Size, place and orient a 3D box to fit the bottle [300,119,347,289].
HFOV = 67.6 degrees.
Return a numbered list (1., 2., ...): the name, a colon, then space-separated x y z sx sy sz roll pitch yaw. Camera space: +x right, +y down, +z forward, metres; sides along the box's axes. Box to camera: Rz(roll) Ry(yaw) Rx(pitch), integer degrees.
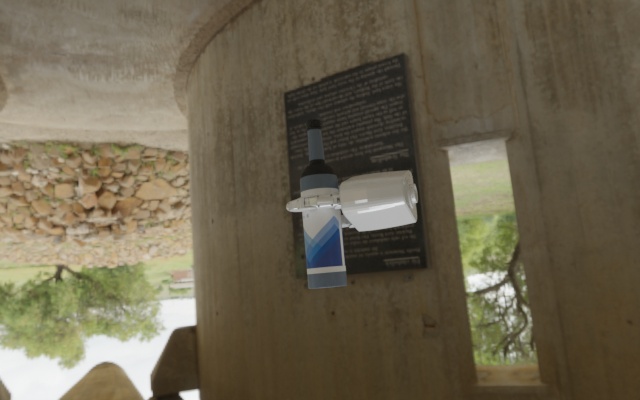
1. bottle: 0.000 0.003 0.837 0.069 0.295 0.069 -5 -9 -1
